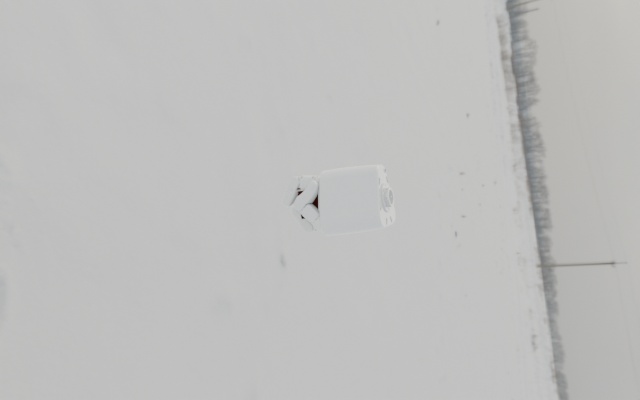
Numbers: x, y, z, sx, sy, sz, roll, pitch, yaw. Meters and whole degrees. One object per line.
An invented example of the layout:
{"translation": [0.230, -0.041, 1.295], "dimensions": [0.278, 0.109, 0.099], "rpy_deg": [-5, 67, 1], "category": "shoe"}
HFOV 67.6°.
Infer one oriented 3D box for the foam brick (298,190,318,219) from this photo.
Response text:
{"translation": [0.000, 0.003, 0.878], "dimensions": [0.051, 0.053, 0.078], "rpy_deg": [-8, 3, 25], "category": "foam brick"}
